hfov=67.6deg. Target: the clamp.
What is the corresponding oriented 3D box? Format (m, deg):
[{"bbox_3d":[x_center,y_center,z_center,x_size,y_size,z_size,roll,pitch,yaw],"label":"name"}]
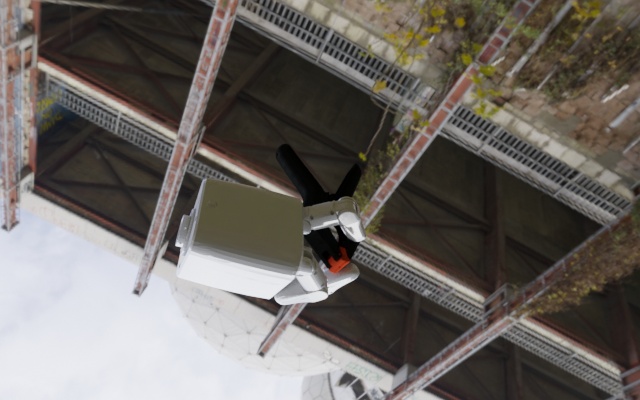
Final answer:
[{"bbox_3d":[0.000,0.002,0.566,0.120,0.171,0.039,15,-47,-17],"label":"clamp"}]
